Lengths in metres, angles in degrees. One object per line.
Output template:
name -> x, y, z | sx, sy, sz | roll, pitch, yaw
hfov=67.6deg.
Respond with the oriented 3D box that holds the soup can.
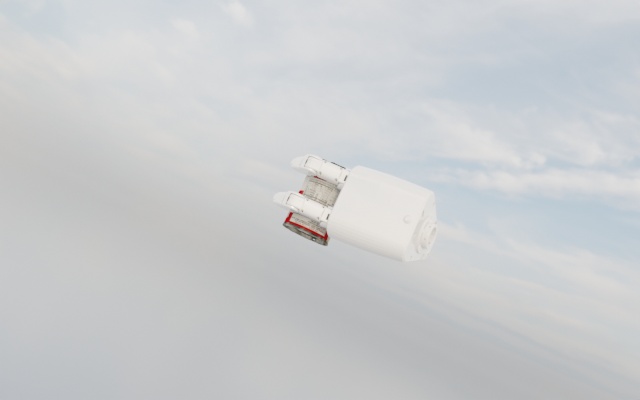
soup can -> 0.000, 0.002, 0.654 | 0.068, 0.102, 0.068 | 25, -10, 5
